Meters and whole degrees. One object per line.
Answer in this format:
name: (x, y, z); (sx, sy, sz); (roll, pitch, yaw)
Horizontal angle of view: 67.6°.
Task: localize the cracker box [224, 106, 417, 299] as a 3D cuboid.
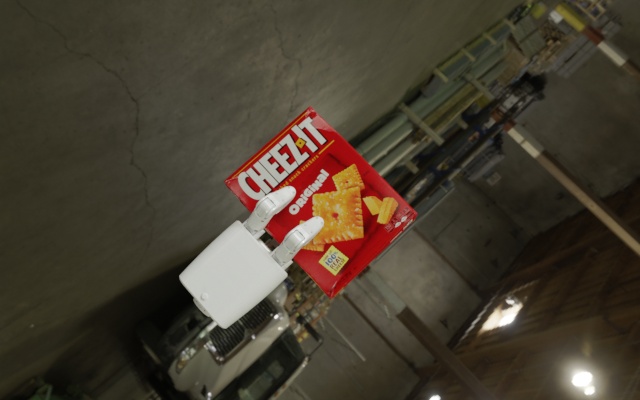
cracker box: (0.000, 0.002, 0.660); (0.164, 0.213, 0.072); (-42, -9, -8)
